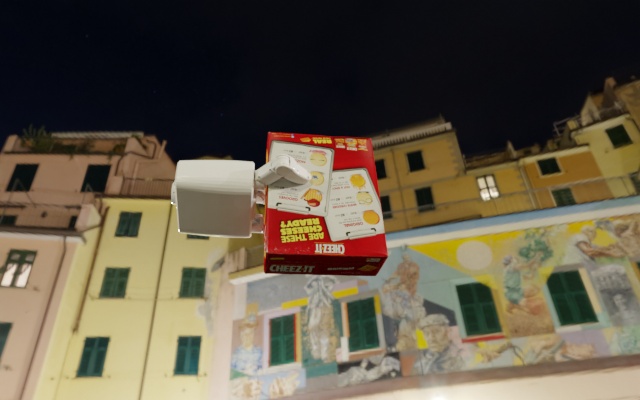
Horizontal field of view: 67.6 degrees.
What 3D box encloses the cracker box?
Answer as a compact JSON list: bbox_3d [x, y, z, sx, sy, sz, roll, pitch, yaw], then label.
[{"bbox_3d":[0.000,0.002,0.702,0.164,0.213,0.072,2,-35,-8],"label":"cracker box"}]
